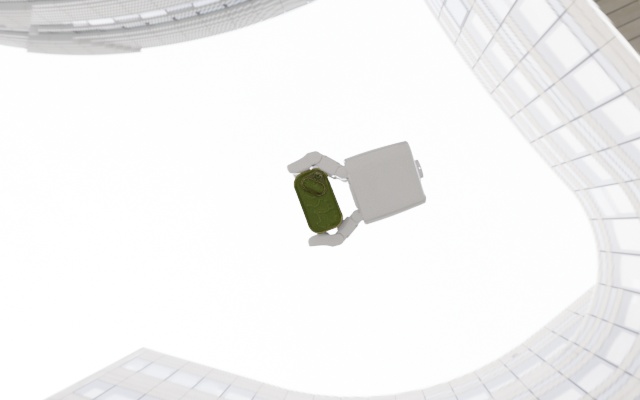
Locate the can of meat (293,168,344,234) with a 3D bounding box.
[{"bbox_3d":[0.000,0.003,0.790,0.057,0.102,0.084,-21,-5,5],"label":"can of meat"}]
